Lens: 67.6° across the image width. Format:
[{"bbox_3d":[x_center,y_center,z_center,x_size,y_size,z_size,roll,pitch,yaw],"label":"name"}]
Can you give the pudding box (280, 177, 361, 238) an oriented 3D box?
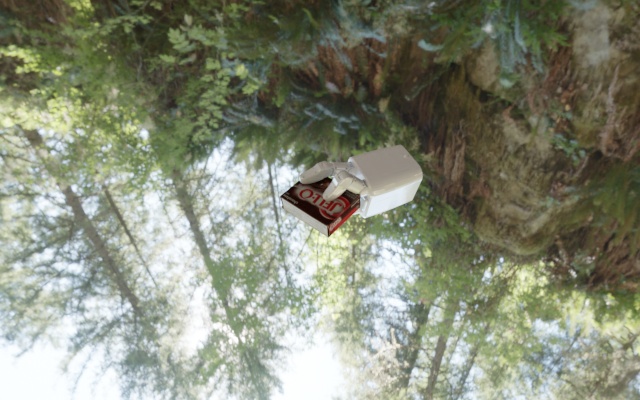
[{"bbox_3d":[0.000,0.003,0.836,0.113,0.039,0.090,29,54,29],"label":"pudding box"}]
